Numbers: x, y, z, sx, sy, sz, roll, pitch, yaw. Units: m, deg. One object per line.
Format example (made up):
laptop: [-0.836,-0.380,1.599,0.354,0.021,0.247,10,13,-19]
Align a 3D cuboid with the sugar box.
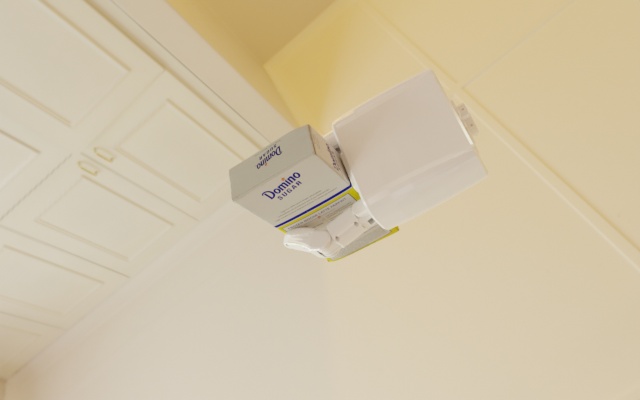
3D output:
sugar box: [0.000,0.001,0.483,0.093,0.048,0.176,-28,-40,19]
